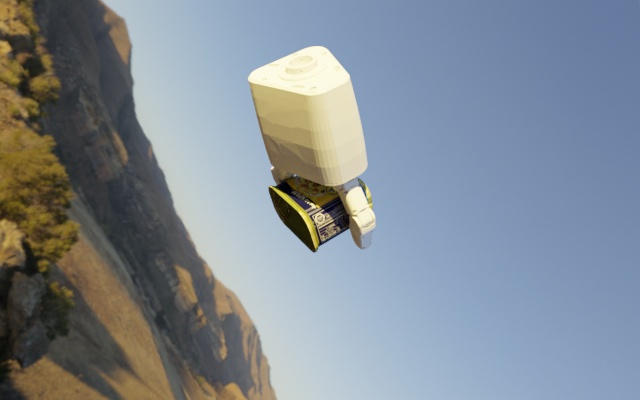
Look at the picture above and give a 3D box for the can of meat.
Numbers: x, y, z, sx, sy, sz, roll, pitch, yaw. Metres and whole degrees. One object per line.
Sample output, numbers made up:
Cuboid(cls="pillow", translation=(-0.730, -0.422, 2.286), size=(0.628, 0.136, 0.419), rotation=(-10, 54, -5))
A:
Cuboid(cls="can of meat", translation=(0.000, 0.002, 0.561), size=(0.084, 0.057, 0.102), rotation=(-29, 37, -18))
